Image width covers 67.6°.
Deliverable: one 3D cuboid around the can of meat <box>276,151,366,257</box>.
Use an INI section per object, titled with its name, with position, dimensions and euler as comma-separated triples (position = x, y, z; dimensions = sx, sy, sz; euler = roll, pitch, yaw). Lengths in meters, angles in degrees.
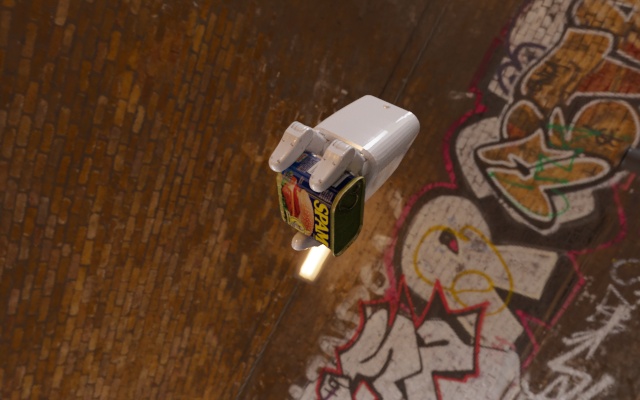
[can of meat]
position = 0.000, 0.002, 0.543
dimensions = 0.084, 0.102, 0.057
euler = 30, 54, 26
